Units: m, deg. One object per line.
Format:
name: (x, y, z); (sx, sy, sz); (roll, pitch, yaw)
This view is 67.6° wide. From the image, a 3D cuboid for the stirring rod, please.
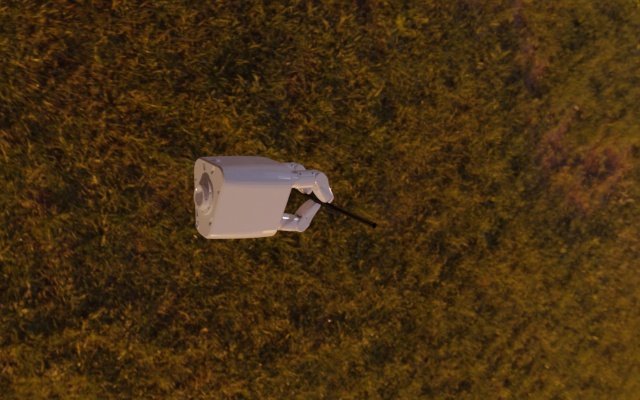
stirring rod: (0.000, 0.002, 0.734); (0.011, 0.011, 0.239); (0, 15, -39)
